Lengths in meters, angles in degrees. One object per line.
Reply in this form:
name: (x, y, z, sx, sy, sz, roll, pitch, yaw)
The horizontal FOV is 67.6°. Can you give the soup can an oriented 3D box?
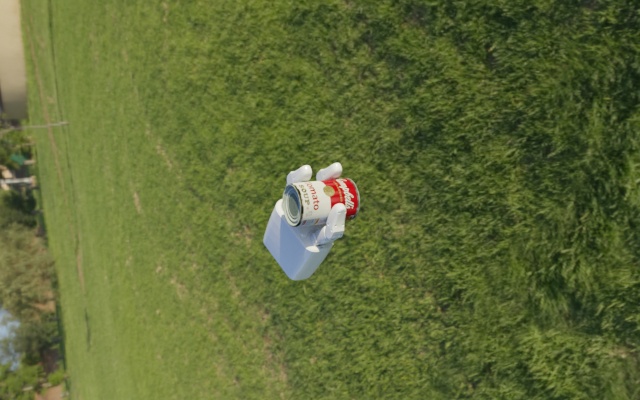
soup can: (0.000, 0.002, 0.740, 0.102, 0.068, 0.068, -6, 3, -29)
